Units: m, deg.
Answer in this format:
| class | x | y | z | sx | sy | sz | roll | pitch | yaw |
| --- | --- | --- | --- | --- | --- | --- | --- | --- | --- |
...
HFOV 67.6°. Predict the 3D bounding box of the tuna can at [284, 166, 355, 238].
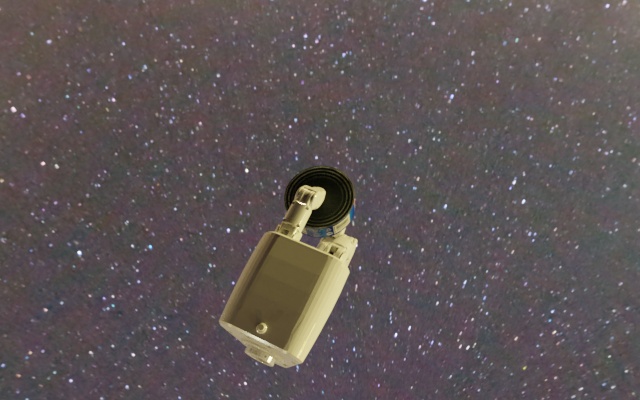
| class | x | y | z | sx | sy | sz | roll | pitch | yaw |
| --- | --- | --- | --- | --- | --- | --- | --- | --- | --- |
| tuna can | 0.000 | 0.002 | 0.588 | 0.086 | 0.086 | 0.034 | 0 | -28 | 7 |
